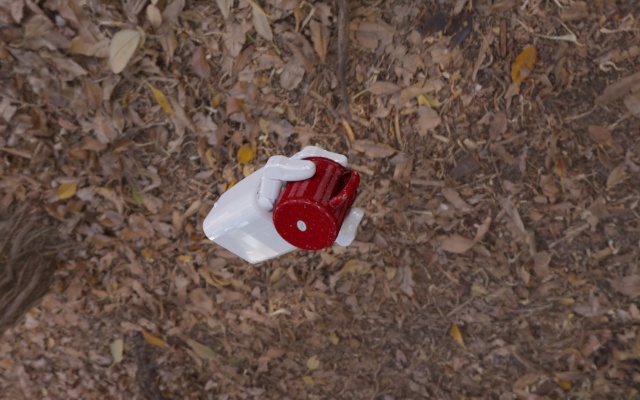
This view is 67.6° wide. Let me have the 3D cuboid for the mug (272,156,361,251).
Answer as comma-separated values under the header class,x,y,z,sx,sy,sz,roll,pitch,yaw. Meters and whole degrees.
class,x,y,z,sx,sy,sz,roll,pitch,yaw
mug,0.001,0.002,0.573,0.117,0.093,0.081,-27,25,34
